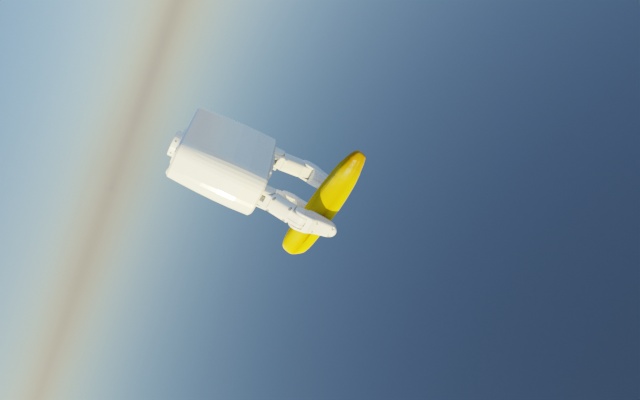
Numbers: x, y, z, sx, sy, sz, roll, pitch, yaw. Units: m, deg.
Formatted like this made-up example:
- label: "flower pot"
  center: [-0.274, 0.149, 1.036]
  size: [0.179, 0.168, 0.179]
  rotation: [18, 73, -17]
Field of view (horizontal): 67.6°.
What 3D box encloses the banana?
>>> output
- label: "banana"
  center: [-0.006, 0.016, 0.613]
  size: [0.037, 0.069, 0.198]
  rotation: [30, -47, -8]
